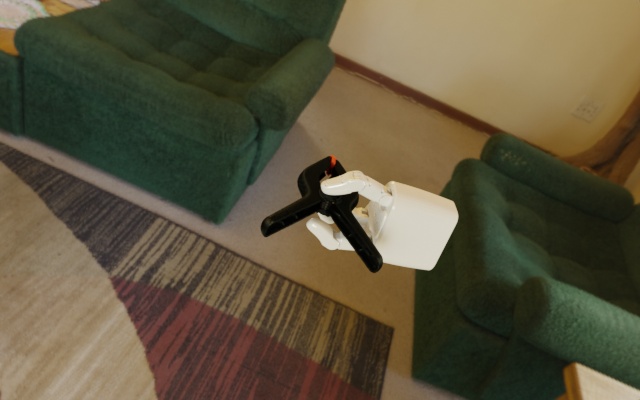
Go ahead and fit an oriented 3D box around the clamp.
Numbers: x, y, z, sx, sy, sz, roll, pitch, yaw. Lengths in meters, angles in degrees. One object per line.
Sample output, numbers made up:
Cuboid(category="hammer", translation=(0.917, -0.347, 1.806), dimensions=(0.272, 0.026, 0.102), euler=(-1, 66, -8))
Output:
Cuboid(category="clamp", translation=(0.001, 0.001, 0.669), dimensions=(0.164, 0.036, 0.209), euler=(16, 38, -16))
